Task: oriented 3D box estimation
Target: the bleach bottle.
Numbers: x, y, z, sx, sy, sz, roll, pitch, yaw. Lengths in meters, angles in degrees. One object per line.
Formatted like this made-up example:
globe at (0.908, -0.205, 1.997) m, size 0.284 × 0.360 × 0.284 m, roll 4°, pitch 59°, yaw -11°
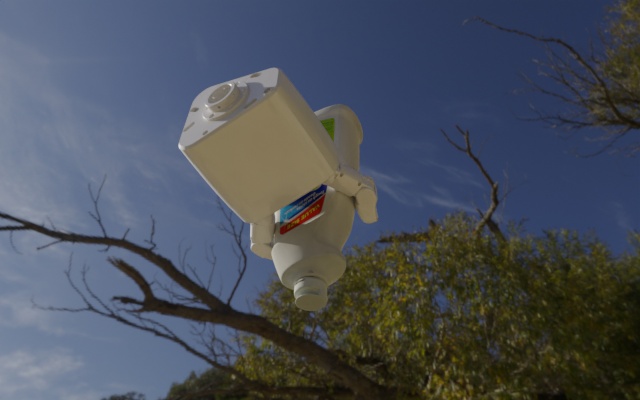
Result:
bleach bottle at (0.000, 0.002, 0.522) m, size 0.102 × 0.250 × 0.068 m, roll -19°, pitch -48°, yaw 19°
